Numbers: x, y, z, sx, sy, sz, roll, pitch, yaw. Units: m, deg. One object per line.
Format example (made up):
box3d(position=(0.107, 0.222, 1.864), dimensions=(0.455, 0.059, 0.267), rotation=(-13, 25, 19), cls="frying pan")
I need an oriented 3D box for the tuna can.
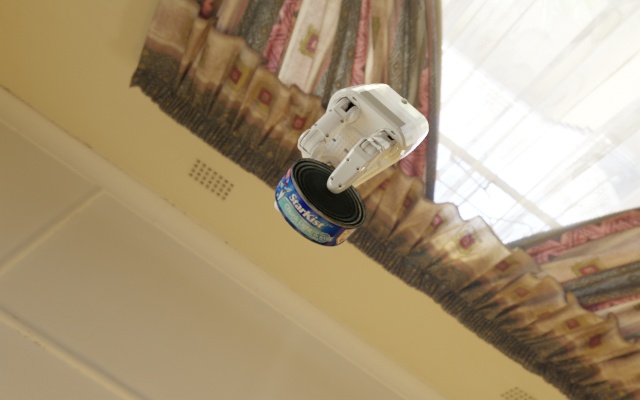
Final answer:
box3d(position=(0.000, 0.002, 0.454), dimensions=(0.086, 0.086, 0.034), rotation=(0, -41, -49), cls="tuna can")
